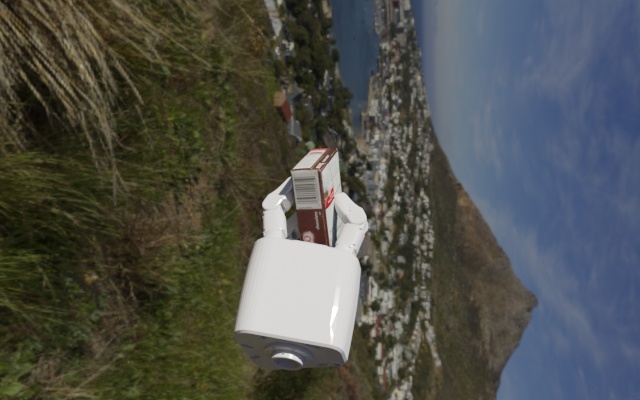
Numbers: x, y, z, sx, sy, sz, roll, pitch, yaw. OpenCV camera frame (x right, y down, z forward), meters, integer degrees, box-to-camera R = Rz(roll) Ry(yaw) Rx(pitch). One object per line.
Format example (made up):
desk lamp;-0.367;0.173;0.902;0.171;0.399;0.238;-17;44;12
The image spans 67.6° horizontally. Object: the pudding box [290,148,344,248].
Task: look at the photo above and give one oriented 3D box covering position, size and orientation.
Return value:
pudding box;0.000;0.002;0.579;0.039;0.113;0.090;0;22;14
